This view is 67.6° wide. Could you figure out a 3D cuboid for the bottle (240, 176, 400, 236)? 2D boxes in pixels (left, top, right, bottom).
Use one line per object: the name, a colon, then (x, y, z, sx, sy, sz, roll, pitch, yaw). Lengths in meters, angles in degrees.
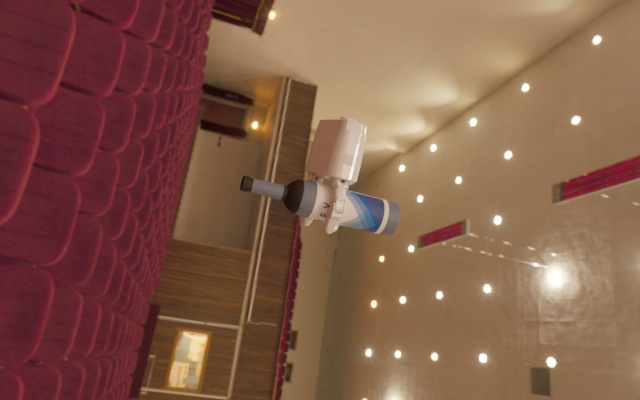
bottle: (0.000, 0.003, 0.873, 0.296, 0.069, 0.069, 14, -4, -16)
